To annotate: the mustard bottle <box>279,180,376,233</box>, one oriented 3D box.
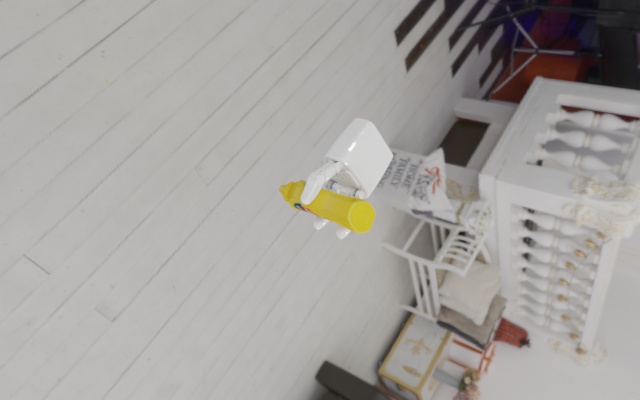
[{"bbox_3d":[0.000,0.003,0.877,0.191,0.058,0.096,20,-3,34],"label":"mustard bottle"}]
